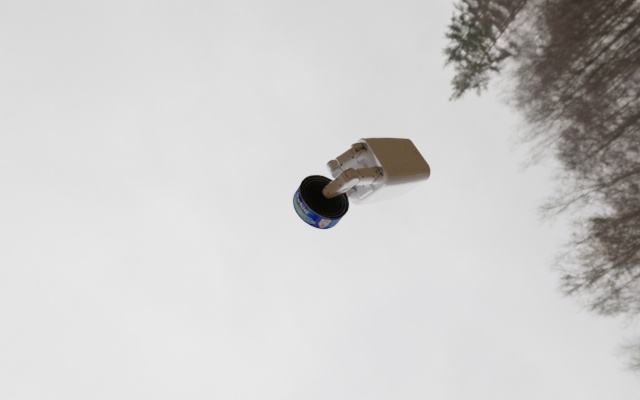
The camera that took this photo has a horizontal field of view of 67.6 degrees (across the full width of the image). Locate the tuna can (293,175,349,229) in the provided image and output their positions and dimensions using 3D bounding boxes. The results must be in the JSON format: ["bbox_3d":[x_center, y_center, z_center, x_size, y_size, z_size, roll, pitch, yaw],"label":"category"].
[{"bbox_3d":[0.000,0.003,0.752,0.086,0.086,0.034,0,-36,-32],"label":"tuna can"}]
